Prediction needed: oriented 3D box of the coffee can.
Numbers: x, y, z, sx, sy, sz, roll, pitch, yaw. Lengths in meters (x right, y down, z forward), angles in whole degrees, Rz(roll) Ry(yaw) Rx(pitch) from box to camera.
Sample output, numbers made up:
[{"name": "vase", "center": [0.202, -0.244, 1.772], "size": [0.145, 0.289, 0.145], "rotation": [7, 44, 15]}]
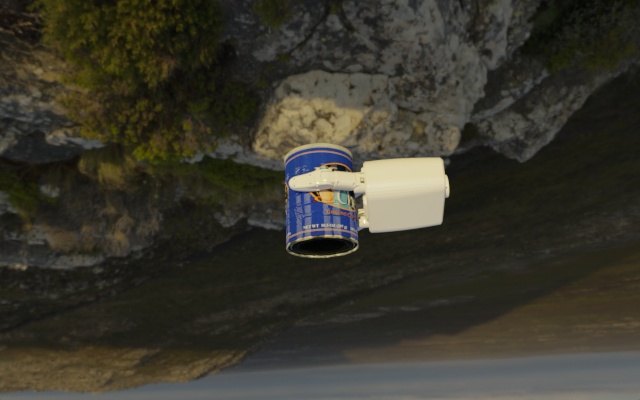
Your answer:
[{"name": "coffee can", "center": [0.000, 0.002, 0.692], "size": [0.103, 0.140, 0.103], "rotation": [-2, -22, -1]}]
